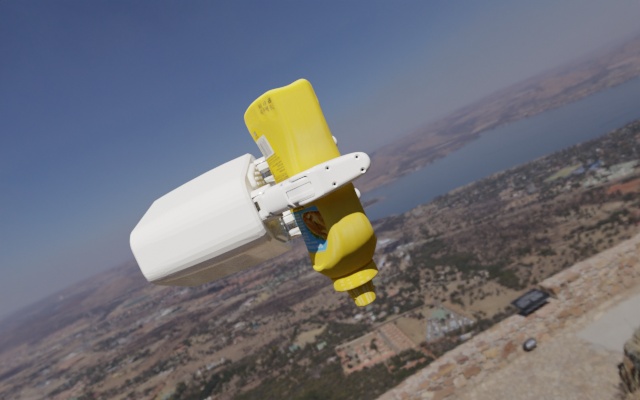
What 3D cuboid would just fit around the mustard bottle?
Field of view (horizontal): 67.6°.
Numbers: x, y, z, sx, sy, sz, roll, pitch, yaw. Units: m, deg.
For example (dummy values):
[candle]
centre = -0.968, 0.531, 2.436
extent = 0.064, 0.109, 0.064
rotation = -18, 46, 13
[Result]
[mustard bottle]
centre = 0.000, 0.001, 0.406
extent = 0.058, 0.191, 0.096
rotation = -25, 3, -19
